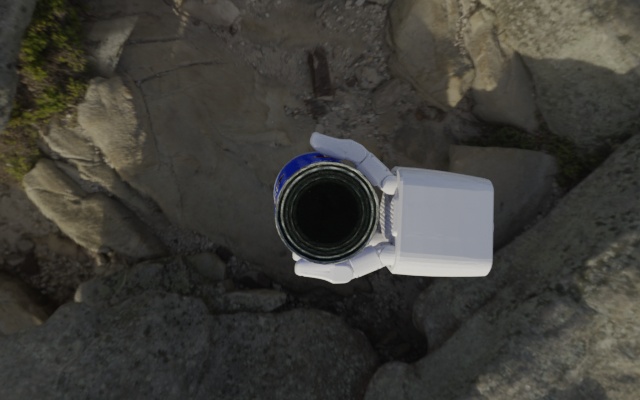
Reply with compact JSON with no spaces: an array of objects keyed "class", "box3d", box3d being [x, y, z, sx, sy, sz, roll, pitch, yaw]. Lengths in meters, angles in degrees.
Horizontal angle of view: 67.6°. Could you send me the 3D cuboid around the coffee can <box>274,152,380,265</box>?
[{"class":"coffee can","box3d":[0.000,0.002,0.527,0.103,0.103,0.140,0,9,-6]}]
